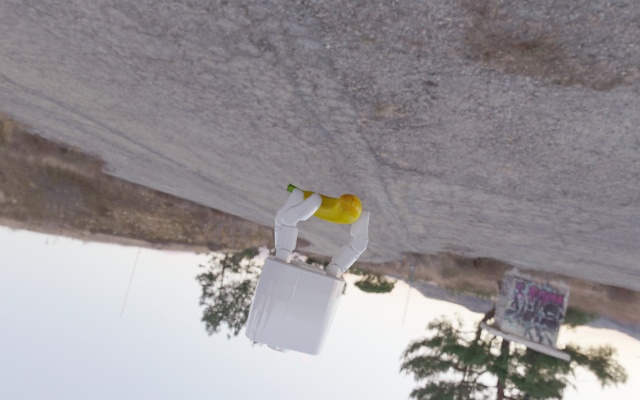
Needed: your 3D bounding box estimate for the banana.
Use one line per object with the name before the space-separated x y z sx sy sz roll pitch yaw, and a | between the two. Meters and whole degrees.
banana | 0.014 0.009 0.671 0.070 0.037 0.198 24 -7 -26
